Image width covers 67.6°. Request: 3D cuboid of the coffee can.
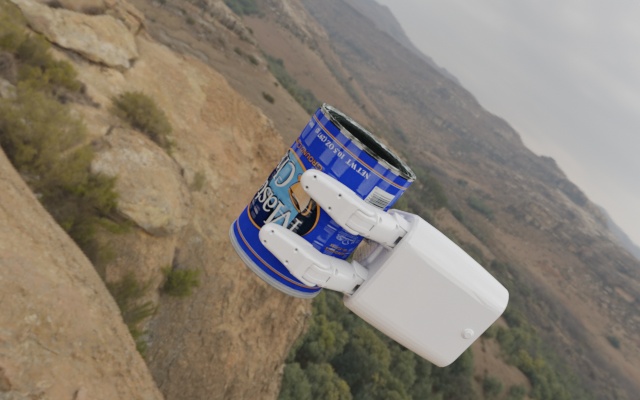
[{"bbox_3d":[0.000,0.001,0.425,0.103,0.140,0.102,35,16,-12],"label":"coffee can"}]
